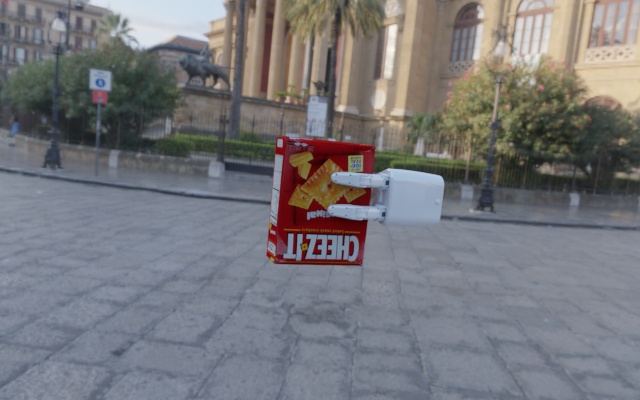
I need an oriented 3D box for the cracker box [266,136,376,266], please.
[{"bbox_3d":[0.000,0.003,0.828,0.164,0.214,0.072,4,6,-18],"label":"cracker box"}]
